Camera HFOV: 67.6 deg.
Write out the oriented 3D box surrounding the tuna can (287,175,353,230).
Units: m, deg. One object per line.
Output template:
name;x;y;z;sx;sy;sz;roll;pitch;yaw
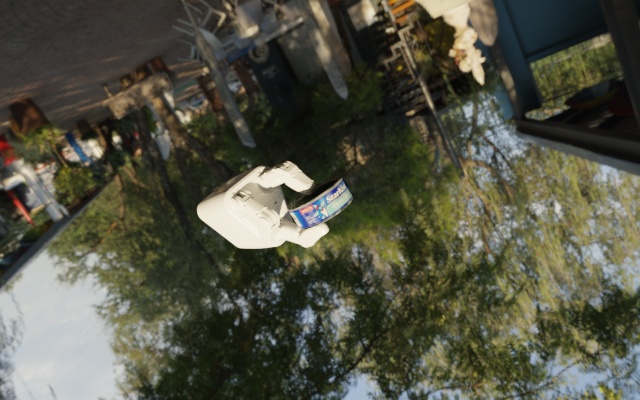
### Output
tuna can;0.000;0.003;0.636;0.086;0.034;0.086;-31;11;7
